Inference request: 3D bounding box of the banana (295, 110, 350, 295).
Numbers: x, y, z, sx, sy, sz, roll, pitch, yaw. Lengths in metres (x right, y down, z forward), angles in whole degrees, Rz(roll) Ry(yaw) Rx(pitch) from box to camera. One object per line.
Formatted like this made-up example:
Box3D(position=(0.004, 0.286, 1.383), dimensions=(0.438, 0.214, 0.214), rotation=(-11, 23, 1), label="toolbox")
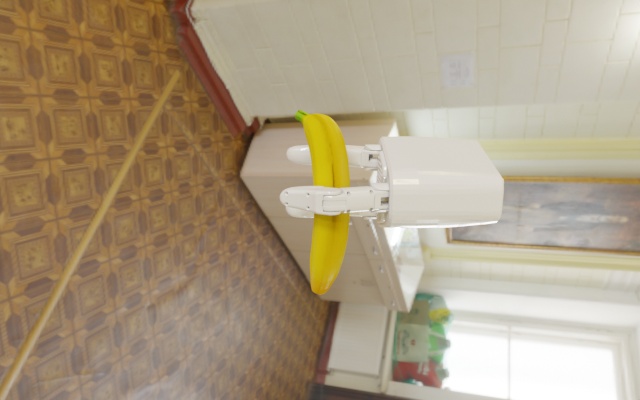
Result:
Box3D(position=(0.006, -0.005, 0.482), dimensions=(0.037, 0.197, 0.069), rotation=(-1, -8, -19), label="banana")
